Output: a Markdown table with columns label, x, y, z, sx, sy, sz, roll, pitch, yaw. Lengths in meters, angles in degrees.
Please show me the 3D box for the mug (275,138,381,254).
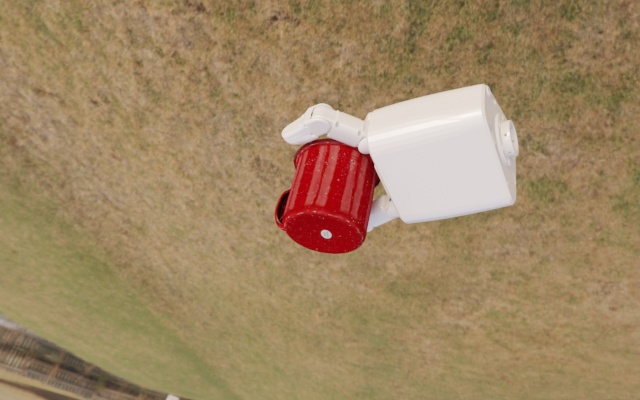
| label | x | y | z | sx | sy | sz | roll | pitch | yaw |
| --- | --- | --- | --- | --- | --- | --- | --- | --- | --- |
| mug | -0.001 | 0.002 | 0.479 | 0.117 | 0.081 | 0.093 | -11 | -40 | 33 |
